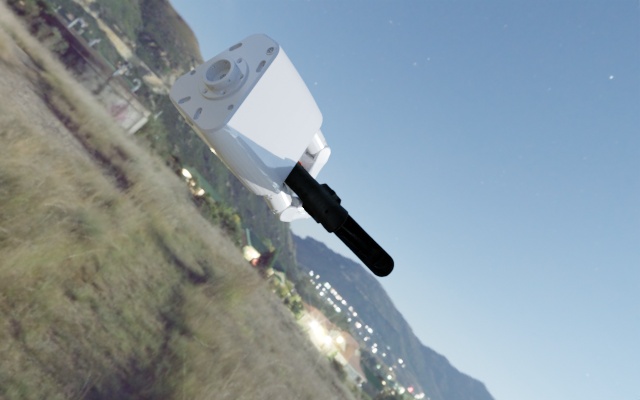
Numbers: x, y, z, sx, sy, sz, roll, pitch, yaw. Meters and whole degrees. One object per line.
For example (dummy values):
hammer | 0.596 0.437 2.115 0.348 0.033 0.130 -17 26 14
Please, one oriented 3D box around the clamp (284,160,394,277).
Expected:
clamp | 0.000 0.001 0.481 0.171 0.039 0.120 43 -6 35
